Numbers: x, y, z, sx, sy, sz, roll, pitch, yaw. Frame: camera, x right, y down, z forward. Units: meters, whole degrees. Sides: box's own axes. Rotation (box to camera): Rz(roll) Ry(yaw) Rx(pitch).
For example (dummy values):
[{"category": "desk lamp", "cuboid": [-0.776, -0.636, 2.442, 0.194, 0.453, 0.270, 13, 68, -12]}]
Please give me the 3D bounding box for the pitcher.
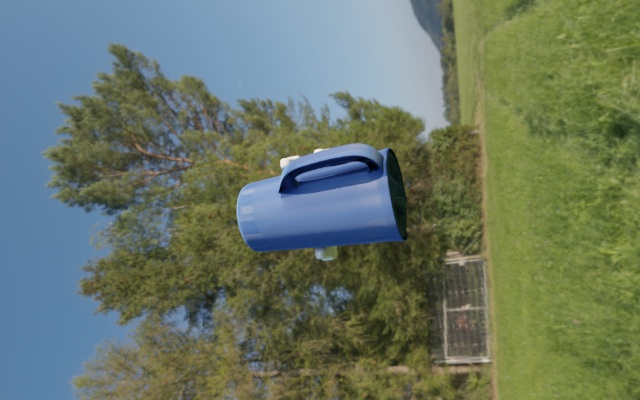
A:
[{"category": "pitcher", "cuboid": [0.000, 0.002, 0.703, 0.243, 0.149, 0.145, -10, 6, 18]}]
